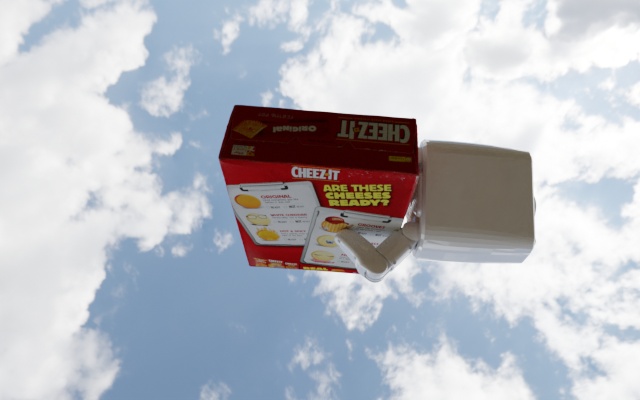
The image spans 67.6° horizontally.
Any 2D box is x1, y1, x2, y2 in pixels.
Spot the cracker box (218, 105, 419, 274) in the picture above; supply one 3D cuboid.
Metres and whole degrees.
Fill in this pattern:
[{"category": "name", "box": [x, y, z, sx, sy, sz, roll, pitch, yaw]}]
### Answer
[{"category": "cracker box", "box": [0.000, 0.002, 0.486, 0.164, 0.072, 0.214, 4, -32, 2]}]
